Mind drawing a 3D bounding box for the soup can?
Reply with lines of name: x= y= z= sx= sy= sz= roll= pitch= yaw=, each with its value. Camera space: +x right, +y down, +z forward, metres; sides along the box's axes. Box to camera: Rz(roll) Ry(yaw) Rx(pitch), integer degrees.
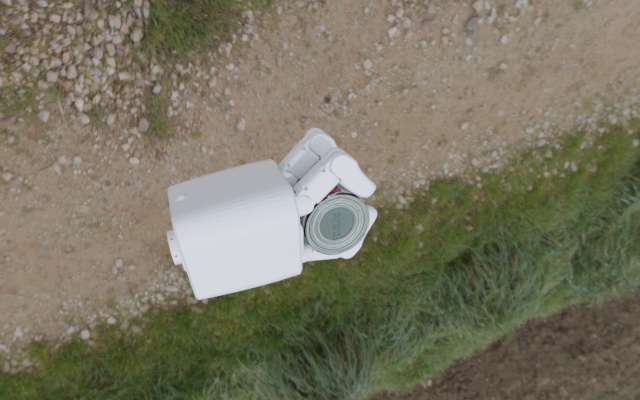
soup can: x=0.001 y=0.002 z=0.489 sx=0.068 sy=0.068 sz=0.102 roll=0 pitch=26 yaw=-21
